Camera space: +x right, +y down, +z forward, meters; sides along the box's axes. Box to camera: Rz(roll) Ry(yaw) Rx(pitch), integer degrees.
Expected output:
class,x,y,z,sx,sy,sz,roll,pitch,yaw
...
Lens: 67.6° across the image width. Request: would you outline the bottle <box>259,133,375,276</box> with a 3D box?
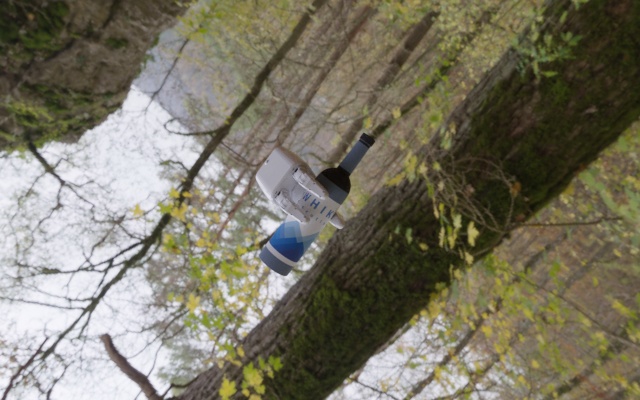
class,x,y,z,sx,sy,sz,roll,pitch,yaw
bottle,0.000,0.003,0.871,0.069,0.296,0.069,37,5,-4
